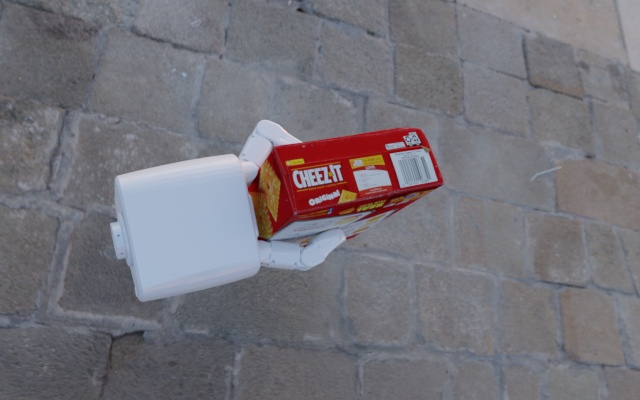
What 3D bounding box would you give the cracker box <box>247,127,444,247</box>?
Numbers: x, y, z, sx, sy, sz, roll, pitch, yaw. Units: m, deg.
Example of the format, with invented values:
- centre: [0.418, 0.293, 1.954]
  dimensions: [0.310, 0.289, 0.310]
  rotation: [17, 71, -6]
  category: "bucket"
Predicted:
- centre: [0.000, 0.002, 0.519]
  dimensions: [0.164, 0.072, 0.214]
  rotation: [-12, -13, -26]
  category: "cracker box"
